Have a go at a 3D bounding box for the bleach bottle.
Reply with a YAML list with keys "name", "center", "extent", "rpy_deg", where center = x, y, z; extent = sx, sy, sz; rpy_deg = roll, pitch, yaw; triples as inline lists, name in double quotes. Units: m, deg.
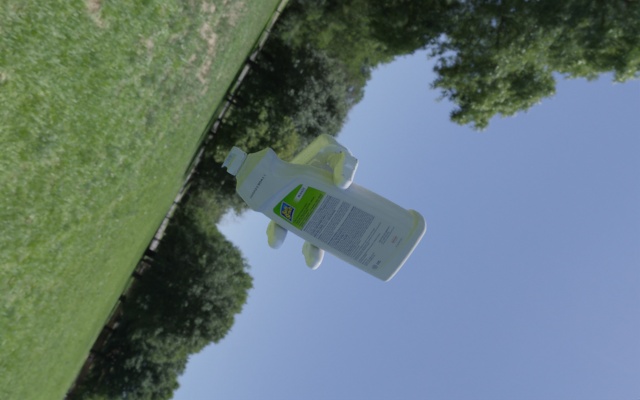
- name: "bleach bottle"
  center: [0.000, 0.002, 0.592]
  extent: [0.251, 0.102, 0.068]
  rpy_deg: [30, 13, -13]
